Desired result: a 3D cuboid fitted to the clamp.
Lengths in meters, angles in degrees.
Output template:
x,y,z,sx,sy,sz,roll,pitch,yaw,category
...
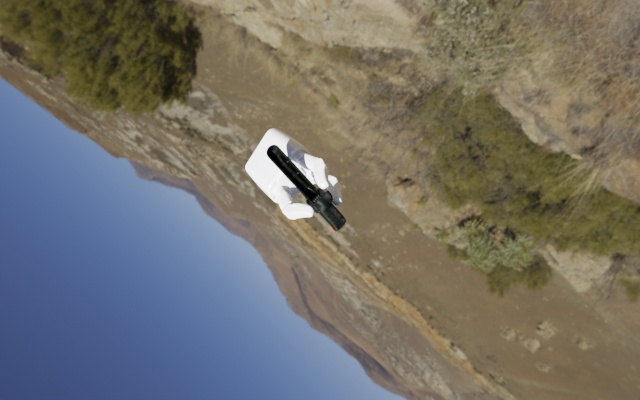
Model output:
x,y,z,sx,sy,sz,roll,pitch,yaw,category
0.000,0.003,0.823,0.164,0.036,0.210,43,-5,44,clamp
